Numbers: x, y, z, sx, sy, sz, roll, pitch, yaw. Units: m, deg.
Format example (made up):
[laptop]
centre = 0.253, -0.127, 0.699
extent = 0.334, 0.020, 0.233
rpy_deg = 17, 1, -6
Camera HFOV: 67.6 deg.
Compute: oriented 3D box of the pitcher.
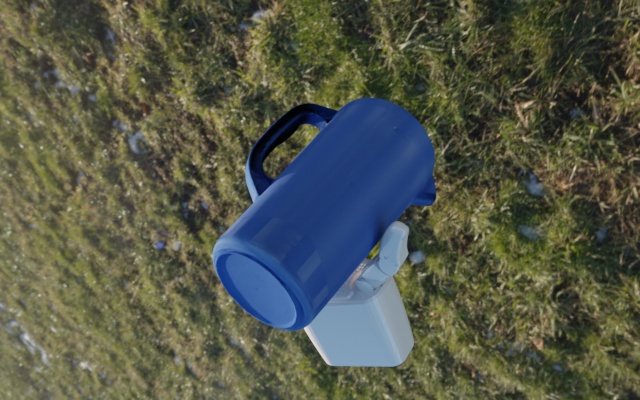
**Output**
[pitcher]
centre = 0.000, 0.002, 0.483
extent = 0.149, 0.145, 0.242
rpy_deg = 4, 38, 39
